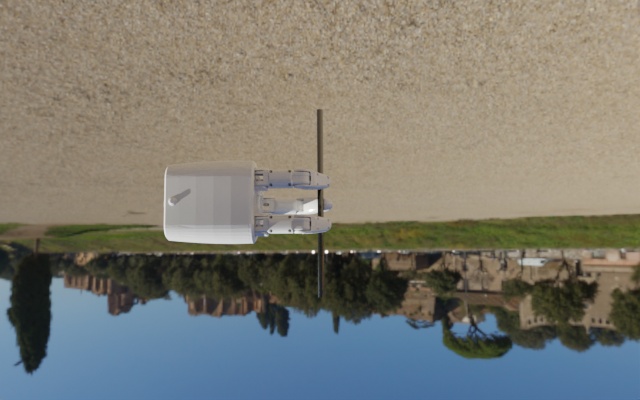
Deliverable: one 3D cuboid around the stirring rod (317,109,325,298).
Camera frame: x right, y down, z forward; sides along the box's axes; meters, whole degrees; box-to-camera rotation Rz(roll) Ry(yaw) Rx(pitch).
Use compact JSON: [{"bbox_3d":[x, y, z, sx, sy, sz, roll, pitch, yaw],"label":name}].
[{"bbox_3d":[0.000,0.002,0.611,0.011,0.239,0.011,0,-5,0],"label":"stirring rod"}]
